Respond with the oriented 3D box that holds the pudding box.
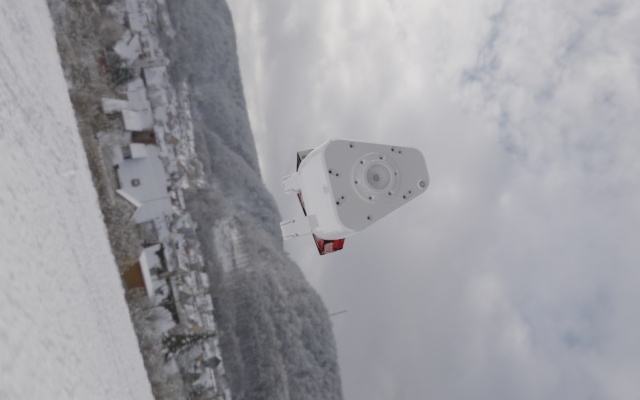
[{"bbox_3d":[0.000,0.002,0.626,0.039,0.113,0.090,-12,-31,-13],"label":"pudding box"}]
